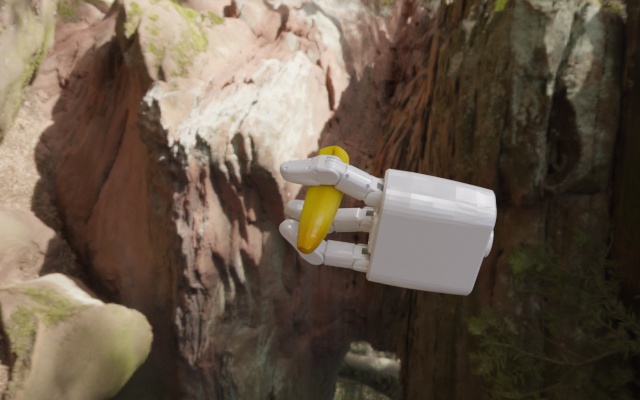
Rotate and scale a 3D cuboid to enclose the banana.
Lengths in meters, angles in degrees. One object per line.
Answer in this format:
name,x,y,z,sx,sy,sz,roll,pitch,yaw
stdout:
banana,0.006,-0.016,0.507,0.037,0.070,0.197,18,23,-3
